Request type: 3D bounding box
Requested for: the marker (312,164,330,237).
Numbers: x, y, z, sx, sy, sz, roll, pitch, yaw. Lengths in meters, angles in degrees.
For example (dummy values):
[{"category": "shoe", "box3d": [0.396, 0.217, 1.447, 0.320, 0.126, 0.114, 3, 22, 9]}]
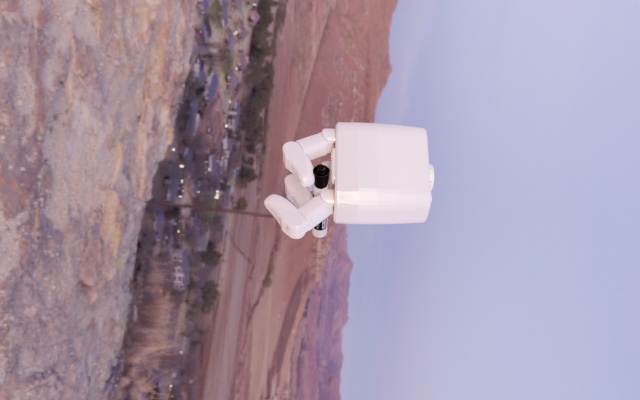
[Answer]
[{"category": "marker", "box3d": [0.000, 0.002, 0.558, 0.020, 0.020, 0.121, 0, -39, -1]}]
